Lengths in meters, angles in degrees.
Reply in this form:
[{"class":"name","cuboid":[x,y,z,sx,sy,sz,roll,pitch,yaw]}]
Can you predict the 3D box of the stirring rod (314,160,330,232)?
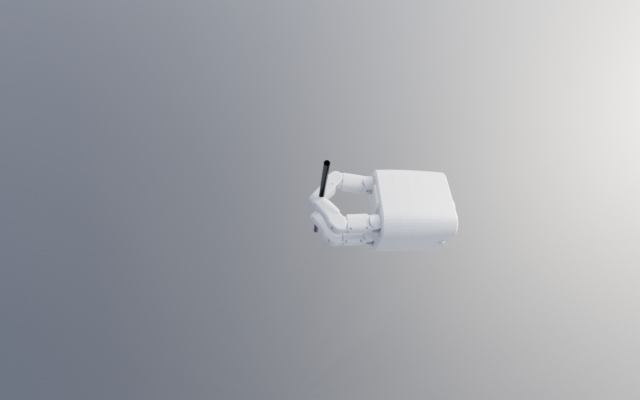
[{"class":"stirring rod","cuboid":[0.000,0.002,0.679,0.011,0.011,0.240,0,-23,-4]}]
